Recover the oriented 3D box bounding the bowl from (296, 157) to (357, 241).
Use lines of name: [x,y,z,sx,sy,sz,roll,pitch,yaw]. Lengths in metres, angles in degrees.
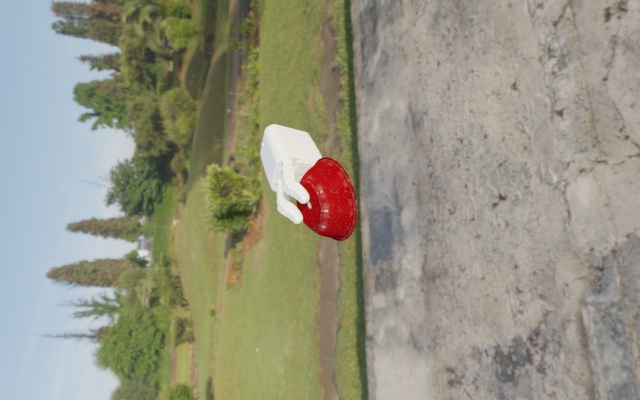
bowl: [0.000,0.004,0.884,0.055,0.162,0.162,-14,7,-30]
